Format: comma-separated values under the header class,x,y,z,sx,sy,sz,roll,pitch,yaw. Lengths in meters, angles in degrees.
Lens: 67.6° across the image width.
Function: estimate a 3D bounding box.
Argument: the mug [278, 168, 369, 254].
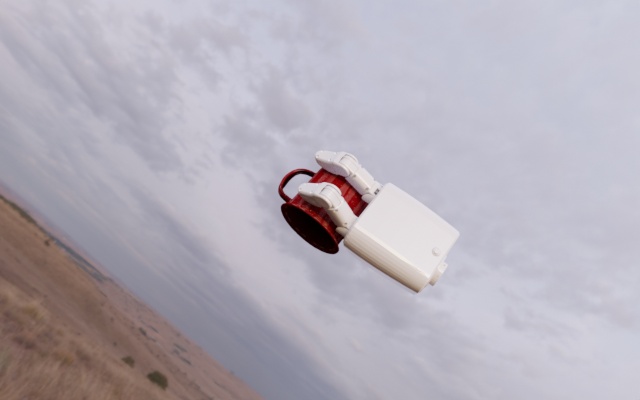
class,x,y,z,sx,sy,sz,roll,pitch,yaw
mug,-0.001,0.001,0.619,0.117,0.081,0.093,35,-23,13
